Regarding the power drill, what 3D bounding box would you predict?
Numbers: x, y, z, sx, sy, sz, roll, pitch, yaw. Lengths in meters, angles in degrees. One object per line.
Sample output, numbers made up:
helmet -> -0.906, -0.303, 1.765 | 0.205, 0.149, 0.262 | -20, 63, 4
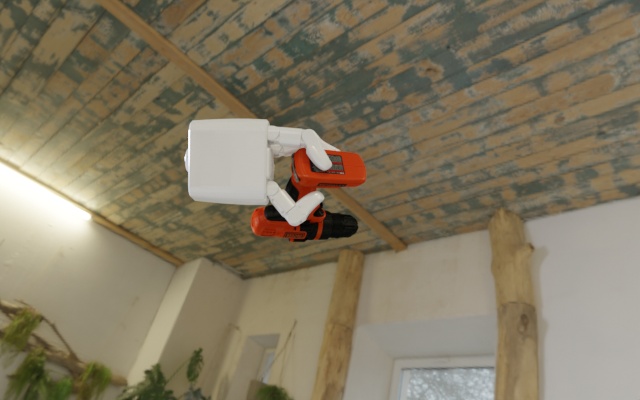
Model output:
power drill -> 0.000, 0.002, 0.736 | 0.184, 0.057, 0.188 | 2, -36, -22
